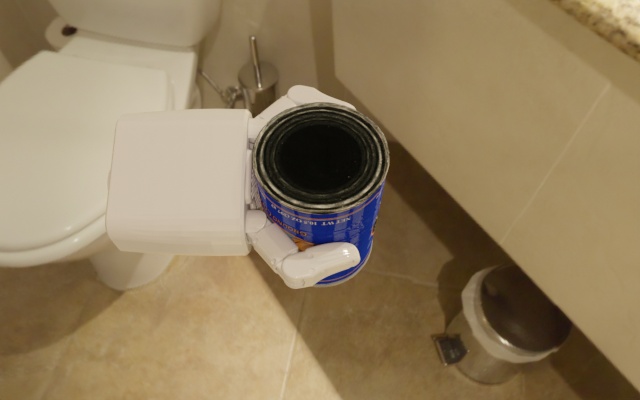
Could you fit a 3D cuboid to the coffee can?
[{"bbox_3d":[0.000,0.001,0.412,0.103,0.102,0.140,0,-31,0],"label":"coffee can"}]
